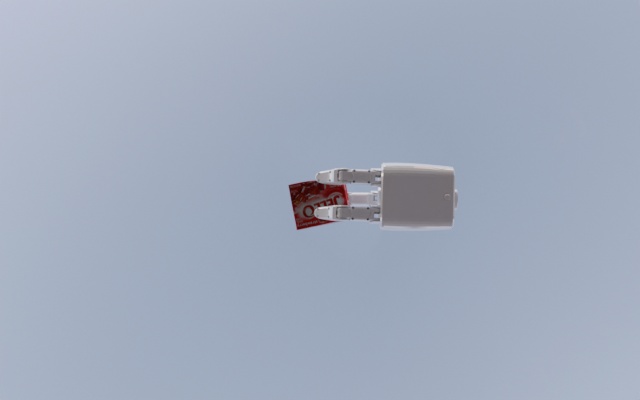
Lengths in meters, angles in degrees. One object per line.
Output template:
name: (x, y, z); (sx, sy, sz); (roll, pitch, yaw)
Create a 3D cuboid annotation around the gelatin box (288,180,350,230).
gelatin box: (0.000, 0.003, 0.750); (0.089, 0.073, 0.030); (-12, -5, 11)
